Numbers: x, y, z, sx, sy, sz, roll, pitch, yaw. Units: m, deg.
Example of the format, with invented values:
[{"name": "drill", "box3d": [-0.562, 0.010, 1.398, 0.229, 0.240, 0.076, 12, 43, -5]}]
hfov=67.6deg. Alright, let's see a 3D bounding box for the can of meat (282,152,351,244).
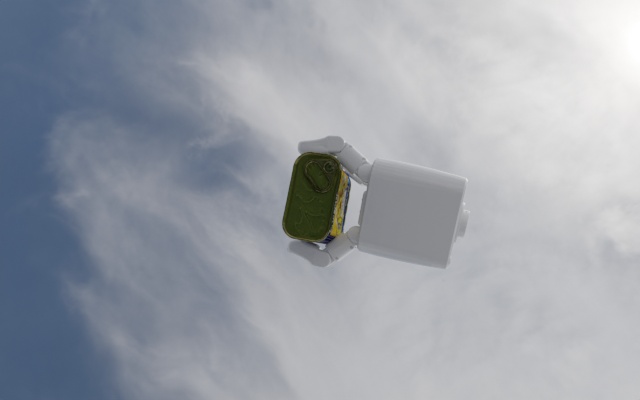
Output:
[{"name": "can of meat", "box3d": [0.000, 0.002, 0.577, 0.057, 0.102, 0.084, 9, -7, 16]}]
